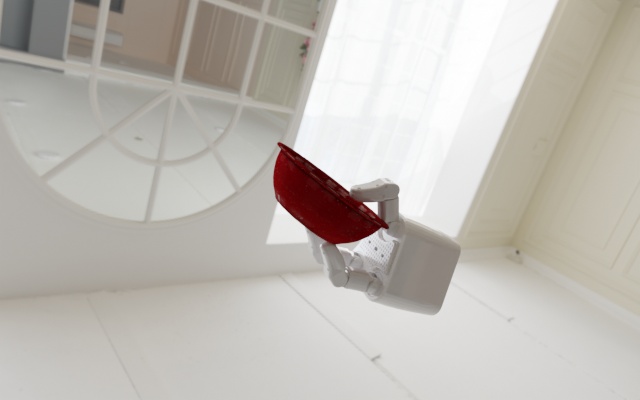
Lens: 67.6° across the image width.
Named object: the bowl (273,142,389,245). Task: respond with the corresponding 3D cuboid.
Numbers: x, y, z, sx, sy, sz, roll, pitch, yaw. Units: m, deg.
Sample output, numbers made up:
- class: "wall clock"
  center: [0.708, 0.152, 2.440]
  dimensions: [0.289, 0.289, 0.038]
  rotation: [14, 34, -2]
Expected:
- class: "bowl"
  center: [-0.001, 0.001, 0.554]
  dimensions: [0.162, 0.055, 0.162]
  rotation: [38, 6, -5]
